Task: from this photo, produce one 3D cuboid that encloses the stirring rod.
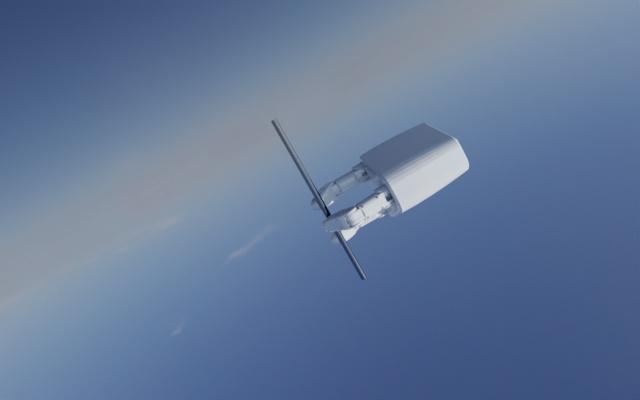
[{"bbox_3d":[0.000,0.002,0.618,0.011,0.239,0.011,-29,11,6],"label":"stirring rod"}]
